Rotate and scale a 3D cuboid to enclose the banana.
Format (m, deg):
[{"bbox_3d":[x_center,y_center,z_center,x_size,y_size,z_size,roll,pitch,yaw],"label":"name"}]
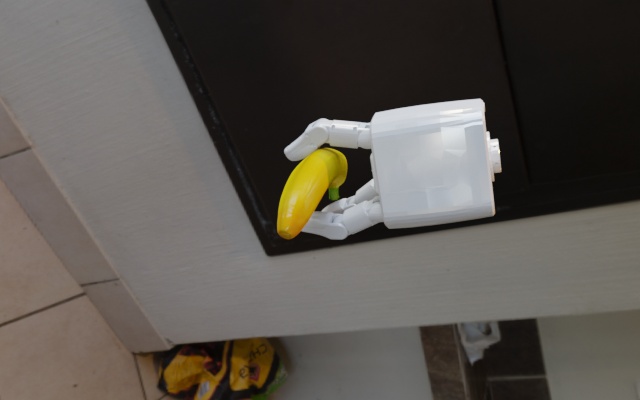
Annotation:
[{"bbox_3d":[-0.001,-0.017,0.489,0.037,0.069,0.197,-2,10,17],"label":"banana"}]
